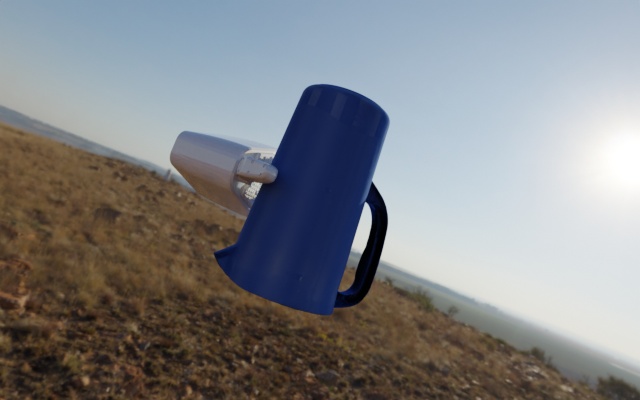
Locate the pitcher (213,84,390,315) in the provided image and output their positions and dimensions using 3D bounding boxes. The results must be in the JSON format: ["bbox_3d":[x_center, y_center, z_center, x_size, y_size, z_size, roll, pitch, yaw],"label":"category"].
[{"bbox_3d":[0.000,0.002,0.551,0.145,0.243,0.149,19,-4,26],"label":"pitcher"}]
